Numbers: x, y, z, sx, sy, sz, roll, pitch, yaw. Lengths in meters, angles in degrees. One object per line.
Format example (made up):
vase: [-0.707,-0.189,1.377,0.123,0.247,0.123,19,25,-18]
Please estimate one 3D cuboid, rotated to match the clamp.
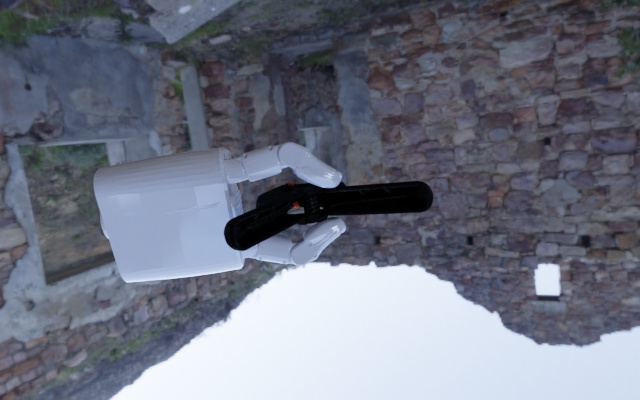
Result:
clamp: [0.000,0.002,0.448,0.164,0.036,0.210,-9,7,-5]
